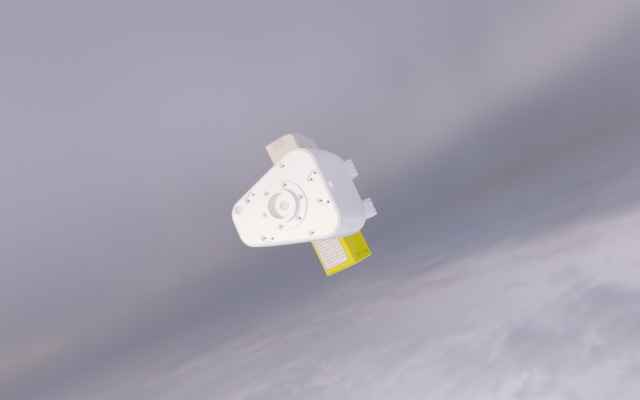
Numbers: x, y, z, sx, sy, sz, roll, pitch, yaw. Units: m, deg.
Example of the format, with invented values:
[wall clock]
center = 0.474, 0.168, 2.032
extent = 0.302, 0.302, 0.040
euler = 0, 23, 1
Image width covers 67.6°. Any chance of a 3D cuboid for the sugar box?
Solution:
[sugar box]
center = 0.001, 0.002, 0.606
extent = 0.048, 0.176, 0.093
euler = -26, -7, 16
